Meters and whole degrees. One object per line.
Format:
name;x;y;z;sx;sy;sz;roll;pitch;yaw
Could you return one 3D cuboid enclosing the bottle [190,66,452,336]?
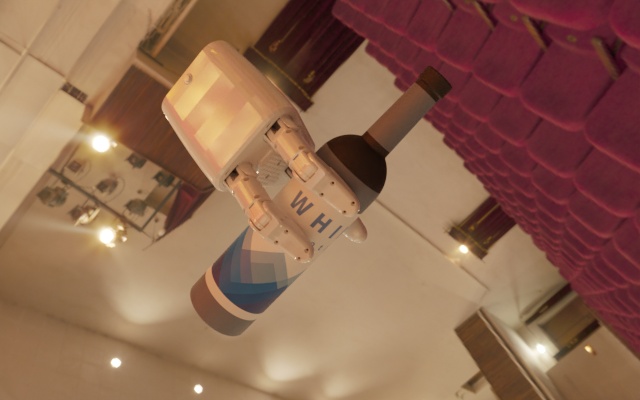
bottle;0.000;0.002;0.427;0.069;0.296;0.069;41;14;-12
